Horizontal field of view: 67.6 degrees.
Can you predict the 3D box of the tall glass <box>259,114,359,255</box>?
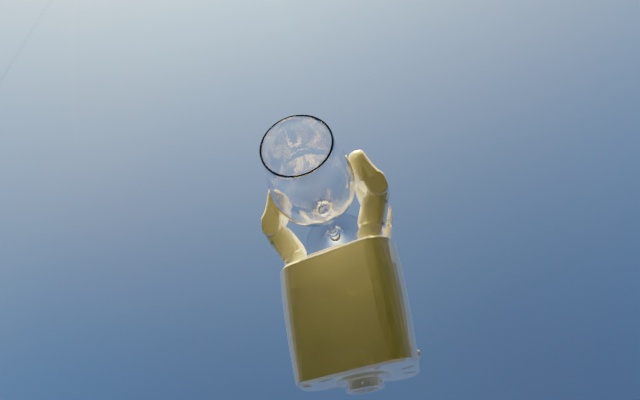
[{"bbox_3d":[0.000,0.002,0.469,0.079,0.079,0.201,0,-28,13],"label":"tall glass"}]
